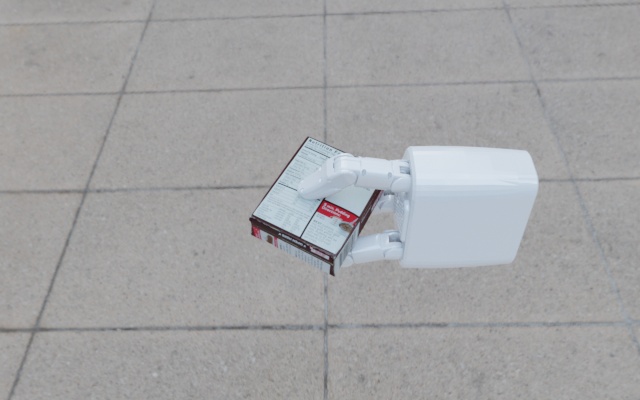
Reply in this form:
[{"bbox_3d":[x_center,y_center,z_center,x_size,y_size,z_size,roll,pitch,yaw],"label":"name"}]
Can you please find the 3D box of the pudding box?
[{"bbox_3d":[0.000,0.001,0.450,0.090,0.113,0.039,24,-33,14],"label":"pudding box"}]
